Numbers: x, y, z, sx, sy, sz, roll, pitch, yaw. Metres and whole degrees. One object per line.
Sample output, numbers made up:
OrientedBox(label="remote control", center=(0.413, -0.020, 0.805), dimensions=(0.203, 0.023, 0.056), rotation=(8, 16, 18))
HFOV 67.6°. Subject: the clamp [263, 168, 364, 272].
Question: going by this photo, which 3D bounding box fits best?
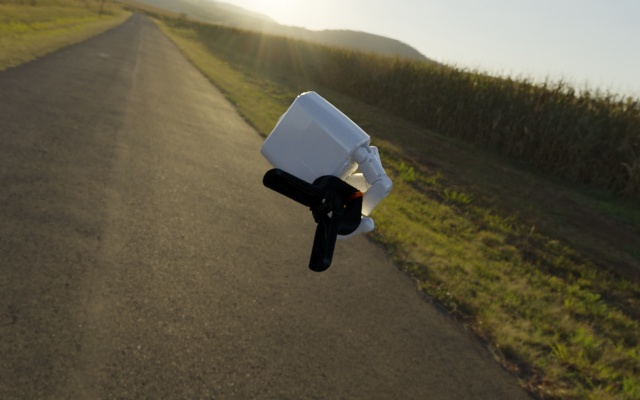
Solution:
OrientedBox(label="clamp", center=(0.001, 0.002, 0.561), dimensions=(0.039, 0.120, 0.171), rotation=(-26, 5, 26))
